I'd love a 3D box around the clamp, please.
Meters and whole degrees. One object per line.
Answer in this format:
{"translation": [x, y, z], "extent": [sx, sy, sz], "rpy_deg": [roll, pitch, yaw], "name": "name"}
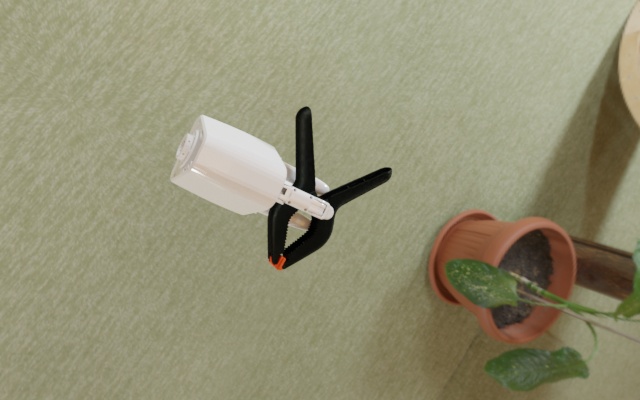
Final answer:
{"translation": [0.000, 0.003, 0.647], "extent": [0.164, 0.210, 0.036], "rpy_deg": [25, -1, -24], "name": "clamp"}
